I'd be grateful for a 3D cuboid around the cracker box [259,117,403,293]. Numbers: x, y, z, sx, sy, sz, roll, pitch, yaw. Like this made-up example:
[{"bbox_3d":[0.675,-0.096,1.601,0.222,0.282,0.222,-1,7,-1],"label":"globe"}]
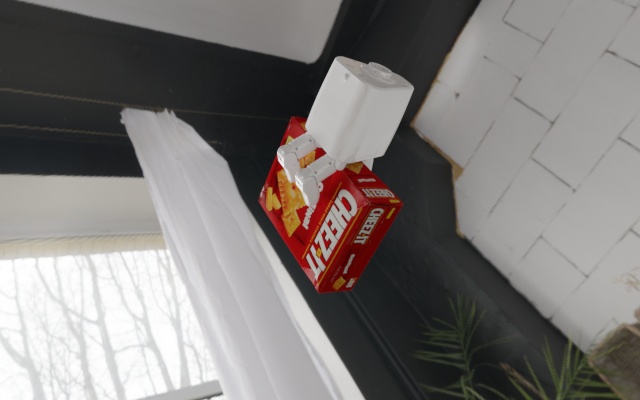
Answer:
[{"bbox_3d":[0.000,0.002,0.701,0.072,0.164,0.213,1,37,-38],"label":"cracker box"}]
